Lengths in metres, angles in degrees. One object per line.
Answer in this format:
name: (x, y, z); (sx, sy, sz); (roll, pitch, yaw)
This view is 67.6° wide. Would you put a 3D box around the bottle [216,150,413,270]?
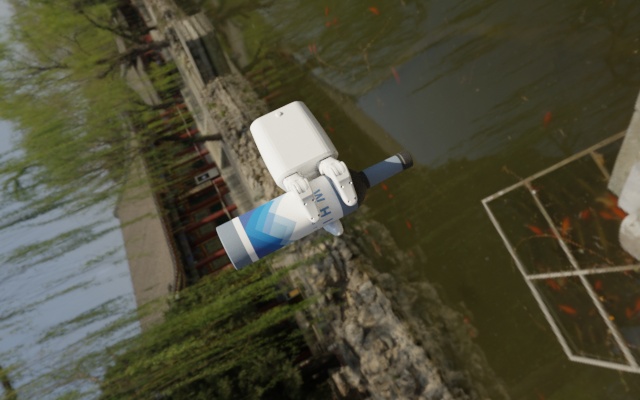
bottle: (0.000, 0.002, 0.685); (0.295, 0.069, 0.069); (-27, 4, -9)
